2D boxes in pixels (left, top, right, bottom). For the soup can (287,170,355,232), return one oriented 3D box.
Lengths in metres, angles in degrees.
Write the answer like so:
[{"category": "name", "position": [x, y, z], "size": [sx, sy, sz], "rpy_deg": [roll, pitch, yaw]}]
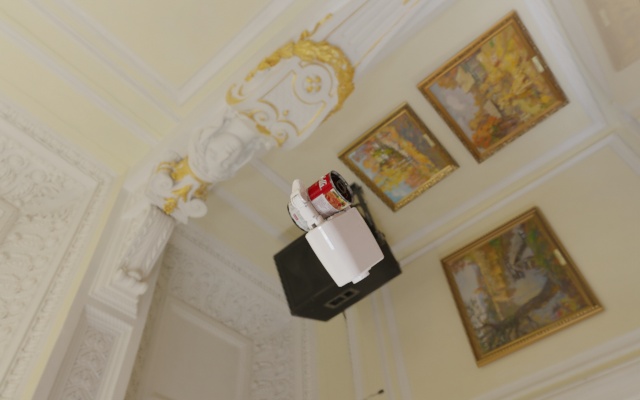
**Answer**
[{"category": "soup can", "position": [0.000, 0.003, 0.845], "size": [0.102, 0.068, 0.068], "rpy_deg": [-35, -15, 22]}]
